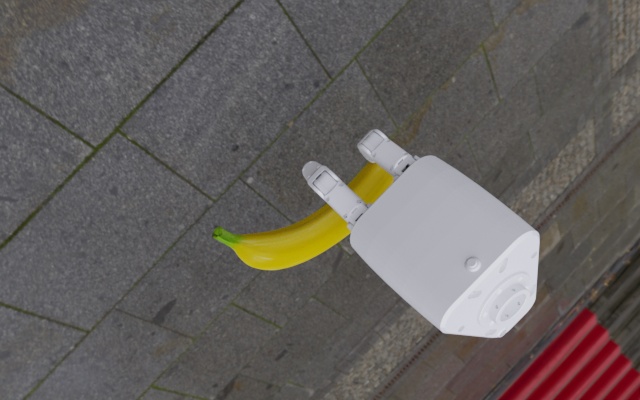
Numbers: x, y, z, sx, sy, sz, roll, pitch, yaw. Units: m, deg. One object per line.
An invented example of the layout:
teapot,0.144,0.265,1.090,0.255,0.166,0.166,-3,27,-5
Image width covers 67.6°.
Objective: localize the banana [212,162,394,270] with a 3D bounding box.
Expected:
banana,0.001,0.017,0.461,0.198,0.070,0.037,-27,42,-15
